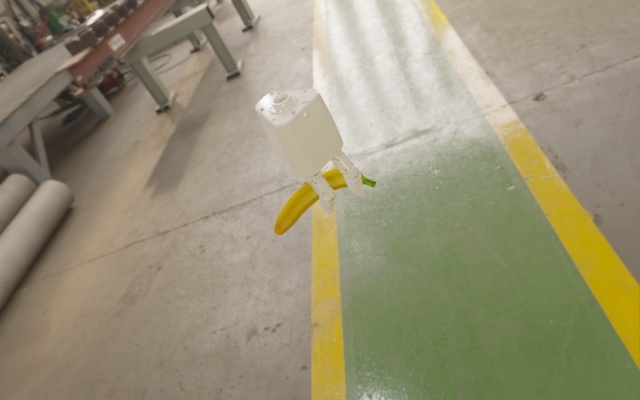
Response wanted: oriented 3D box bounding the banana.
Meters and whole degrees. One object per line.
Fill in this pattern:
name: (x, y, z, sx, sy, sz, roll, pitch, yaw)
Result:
banana: (-0.004, -0.010, 0.846, 0.198, 0.037, 0.069, -29, 46, -3)
